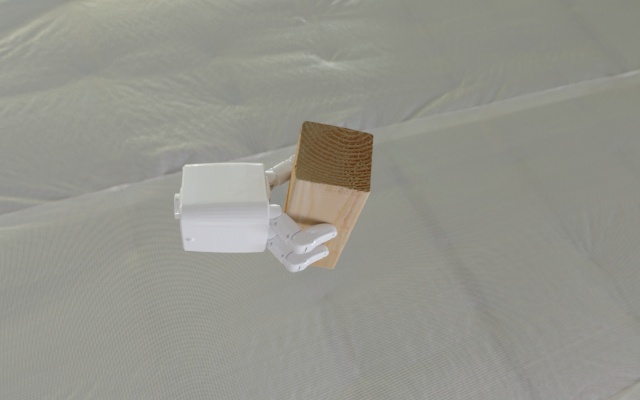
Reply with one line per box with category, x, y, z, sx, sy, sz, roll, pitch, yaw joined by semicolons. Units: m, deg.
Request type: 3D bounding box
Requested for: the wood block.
wood block;0.000;0.002;0.637;0.090;0.090;0.206;10;-33;-6
